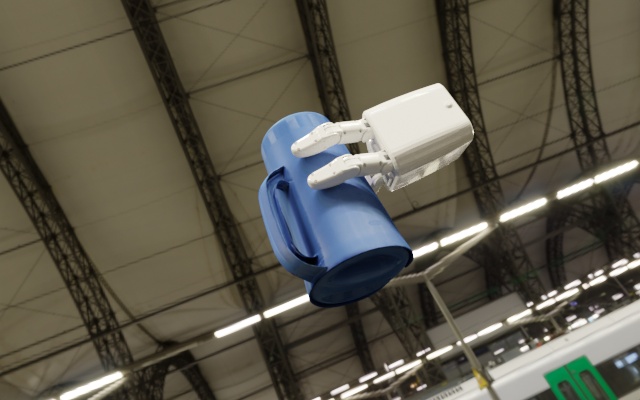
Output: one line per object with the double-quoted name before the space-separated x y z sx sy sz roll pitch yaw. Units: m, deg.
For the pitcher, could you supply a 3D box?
"pitcher" 0.000 0.002 0.607 0.145 0.242 0.149 -23 -32 -3
